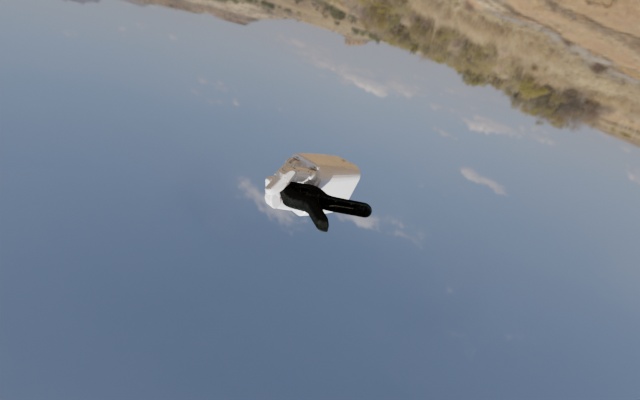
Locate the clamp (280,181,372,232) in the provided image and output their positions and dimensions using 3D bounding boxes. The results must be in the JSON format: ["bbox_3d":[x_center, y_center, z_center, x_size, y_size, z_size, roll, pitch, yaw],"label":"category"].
[{"bbox_3d":[0.000,0.003,0.814,0.120,0.039,0.171,-4,26,-39],"label":"clamp"}]
